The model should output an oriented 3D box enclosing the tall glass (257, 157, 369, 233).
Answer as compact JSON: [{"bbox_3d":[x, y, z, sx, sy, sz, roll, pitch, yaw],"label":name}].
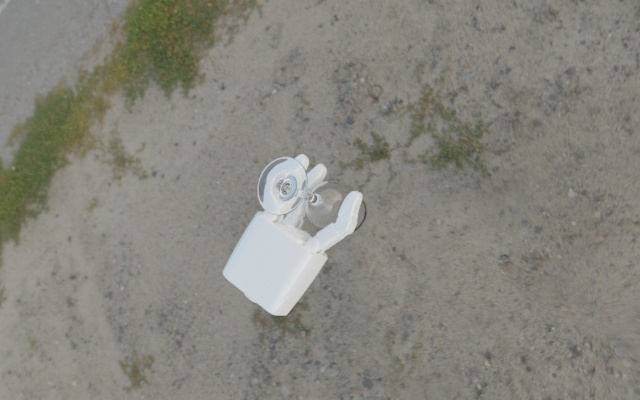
[{"bbox_3d":[0.000,0.002,0.674,0.079,0.079,0.201,0,-11,30],"label":"tall glass"}]
